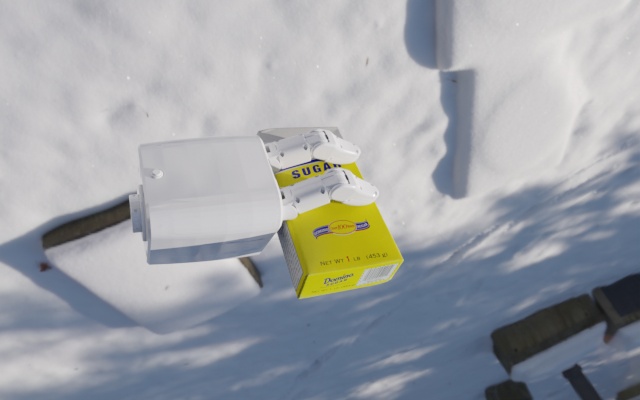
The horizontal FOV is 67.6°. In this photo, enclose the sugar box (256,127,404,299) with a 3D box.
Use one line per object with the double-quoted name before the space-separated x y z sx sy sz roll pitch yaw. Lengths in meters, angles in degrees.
"sugar box" 0.000 0.001 0.457 0.093 0.176 0.048 -6 -36 -23
